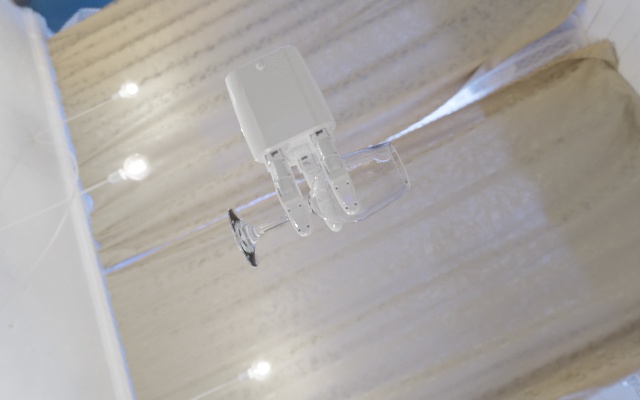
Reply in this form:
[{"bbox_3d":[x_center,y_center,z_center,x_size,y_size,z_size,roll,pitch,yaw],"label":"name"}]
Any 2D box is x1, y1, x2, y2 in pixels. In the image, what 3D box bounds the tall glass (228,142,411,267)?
[{"bbox_3d":[0.000,0.002,0.550,0.201,0.079,0.079,-24,-2,3],"label":"tall glass"}]
